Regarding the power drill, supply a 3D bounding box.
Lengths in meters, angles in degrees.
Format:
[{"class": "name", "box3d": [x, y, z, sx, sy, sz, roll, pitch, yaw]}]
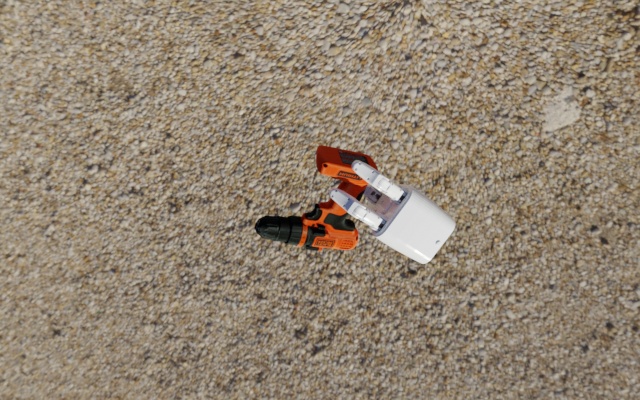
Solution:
[{"class": "power drill", "box3d": [0.001, 0.002, 0.783, 0.184, 0.188, 0.057, 8, 38, -22]}]
